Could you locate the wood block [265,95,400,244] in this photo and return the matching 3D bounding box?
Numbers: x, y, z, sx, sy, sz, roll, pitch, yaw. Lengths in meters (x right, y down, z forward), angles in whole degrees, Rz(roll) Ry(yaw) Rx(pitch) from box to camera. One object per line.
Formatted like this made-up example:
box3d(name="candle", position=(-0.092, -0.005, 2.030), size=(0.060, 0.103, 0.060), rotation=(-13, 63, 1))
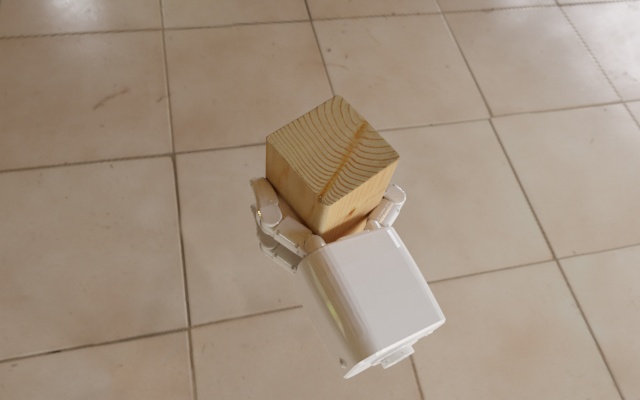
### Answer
box3d(name="wood block", position=(0.001, 0.002, 0.512), size=(0.091, 0.090, 0.206), rotation=(-34, -19, -23))
